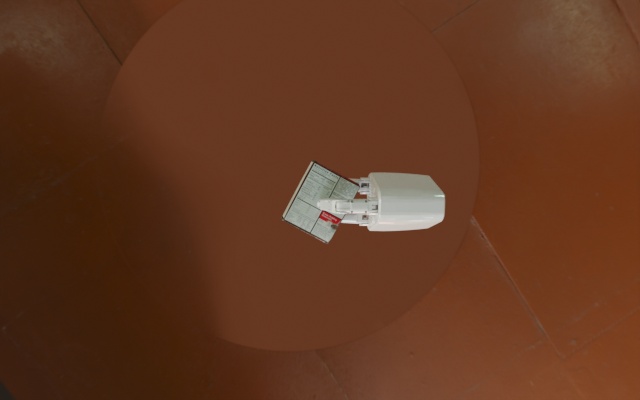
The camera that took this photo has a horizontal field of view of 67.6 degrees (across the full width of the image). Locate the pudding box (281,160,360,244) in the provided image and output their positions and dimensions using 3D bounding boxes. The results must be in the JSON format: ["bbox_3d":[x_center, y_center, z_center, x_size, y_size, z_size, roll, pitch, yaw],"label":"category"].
[{"bbox_3d":[0.000,0.003,0.791,0.090,0.113,0.039,28,1,-7],"label":"pudding box"}]
